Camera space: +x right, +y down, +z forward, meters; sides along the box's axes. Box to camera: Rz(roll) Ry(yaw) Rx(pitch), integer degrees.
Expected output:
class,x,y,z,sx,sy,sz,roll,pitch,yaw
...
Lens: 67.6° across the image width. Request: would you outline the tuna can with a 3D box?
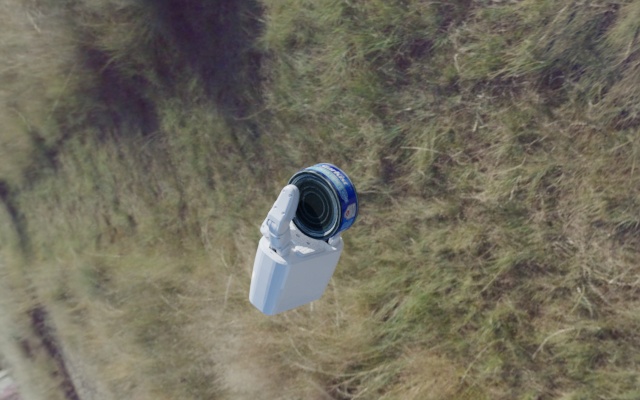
class,x,y,z,sx,sy,sz,roll,pitch,yaw
tuna can,0.000,0.002,0.552,0.086,0.086,0.033,0,16,41
